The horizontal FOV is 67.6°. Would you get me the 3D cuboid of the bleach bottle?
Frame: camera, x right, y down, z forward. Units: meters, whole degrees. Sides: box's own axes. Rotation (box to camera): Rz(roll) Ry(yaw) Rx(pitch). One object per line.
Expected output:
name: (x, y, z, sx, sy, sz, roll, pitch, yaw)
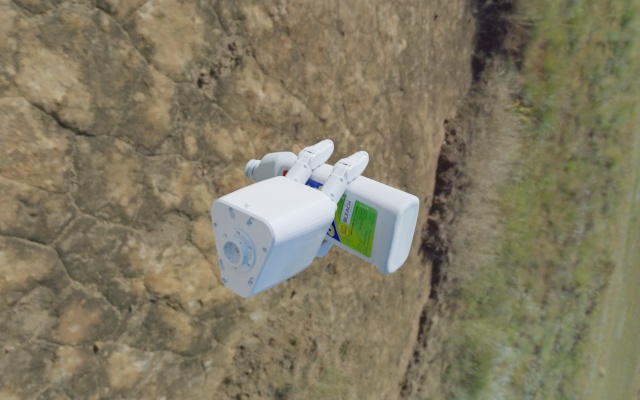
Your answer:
bleach bottle: (0.000, 0.002, 0.636, 0.251, 0.103, 0.068, 22, 26, 29)
